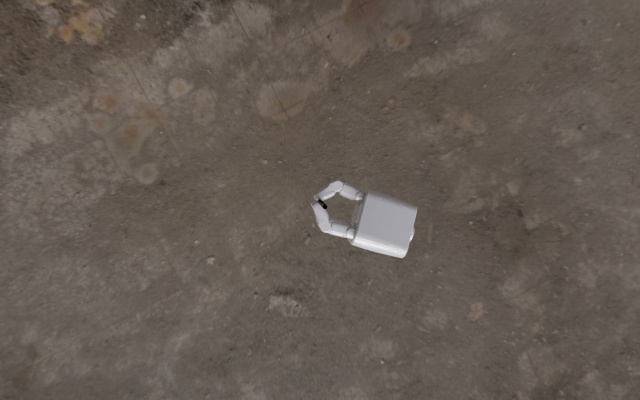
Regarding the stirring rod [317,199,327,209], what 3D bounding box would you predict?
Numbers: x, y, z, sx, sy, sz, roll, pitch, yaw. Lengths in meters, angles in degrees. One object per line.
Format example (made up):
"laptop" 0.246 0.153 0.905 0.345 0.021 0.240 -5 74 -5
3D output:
"stirring rod" 0.000 0.003 0.899 0.011 0.011 0.239 0 4 -3
